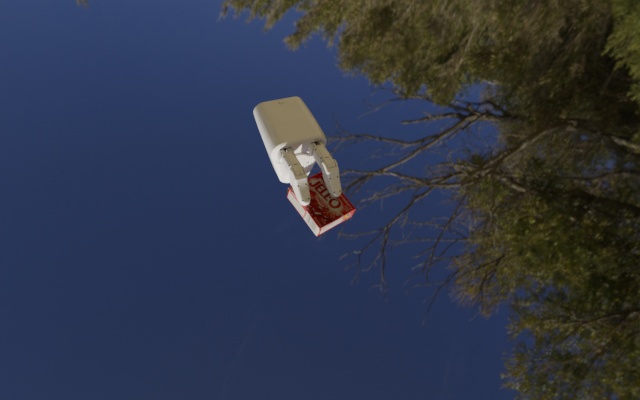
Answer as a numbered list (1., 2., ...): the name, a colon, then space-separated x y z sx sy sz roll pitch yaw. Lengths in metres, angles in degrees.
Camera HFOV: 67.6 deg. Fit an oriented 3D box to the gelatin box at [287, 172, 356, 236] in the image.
1. gelatin box: 0.000 0.003 0.768 0.073 0.089 0.030 -27 -22 -27
